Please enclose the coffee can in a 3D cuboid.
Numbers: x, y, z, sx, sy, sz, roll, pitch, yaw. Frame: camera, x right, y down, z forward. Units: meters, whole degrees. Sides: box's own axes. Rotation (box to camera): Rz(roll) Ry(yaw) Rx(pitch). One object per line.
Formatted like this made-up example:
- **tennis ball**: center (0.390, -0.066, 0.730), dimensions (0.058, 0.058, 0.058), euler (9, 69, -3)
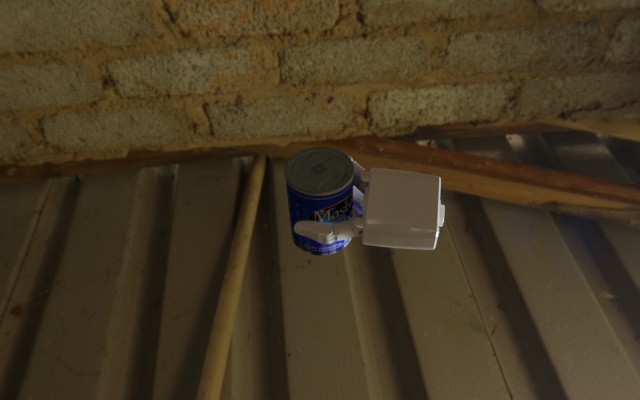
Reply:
- **coffee can**: center (0.000, 0.002, 0.744), dimensions (0.103, 0.102, 0.140), euler (-1, -45, 1)
